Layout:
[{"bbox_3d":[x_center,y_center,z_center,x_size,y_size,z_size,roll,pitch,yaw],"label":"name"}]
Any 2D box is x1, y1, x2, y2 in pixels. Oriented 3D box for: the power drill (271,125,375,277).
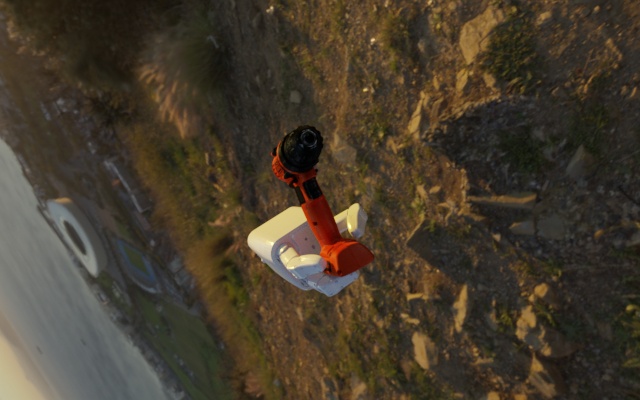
[{"bbox_3d":[0.000,0.002,0.609,0.057,0.187,0.184,-25,0,-11],"label":"power drill"}]
